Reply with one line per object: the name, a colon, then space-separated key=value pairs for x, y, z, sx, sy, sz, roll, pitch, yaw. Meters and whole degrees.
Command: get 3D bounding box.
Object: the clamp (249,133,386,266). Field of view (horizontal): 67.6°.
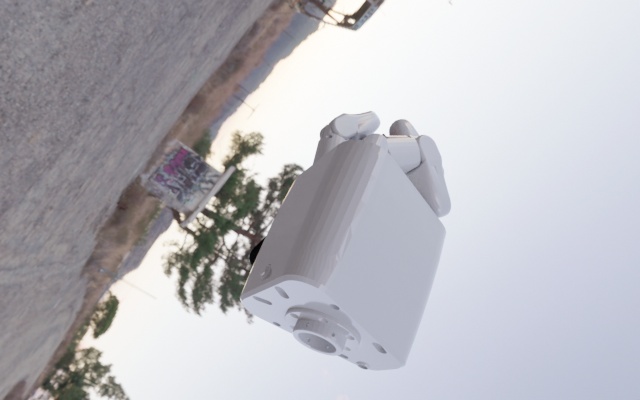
clamp: x=0.001 y=0.002 z=0.422 sx=0.039 sy=0.120 sz=0.171 roll=36 pitch=-35 yaw=-16
